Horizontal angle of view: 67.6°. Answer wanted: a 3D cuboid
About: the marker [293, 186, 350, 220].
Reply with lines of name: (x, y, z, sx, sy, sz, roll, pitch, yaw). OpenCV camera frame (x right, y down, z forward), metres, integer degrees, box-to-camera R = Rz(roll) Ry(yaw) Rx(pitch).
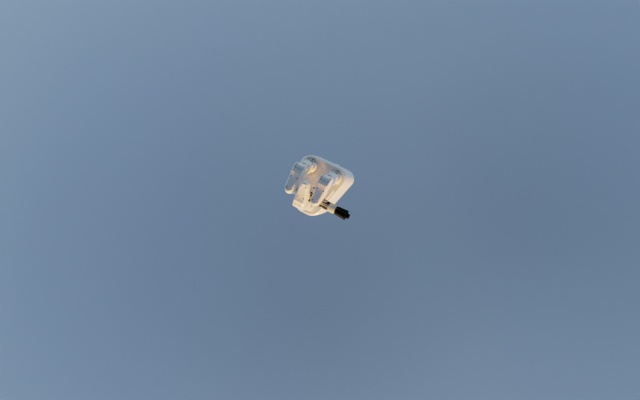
marker: (0.000, 0.003, 0.884, 0.121, 0.020, 0.020, 27, 6, 13)
